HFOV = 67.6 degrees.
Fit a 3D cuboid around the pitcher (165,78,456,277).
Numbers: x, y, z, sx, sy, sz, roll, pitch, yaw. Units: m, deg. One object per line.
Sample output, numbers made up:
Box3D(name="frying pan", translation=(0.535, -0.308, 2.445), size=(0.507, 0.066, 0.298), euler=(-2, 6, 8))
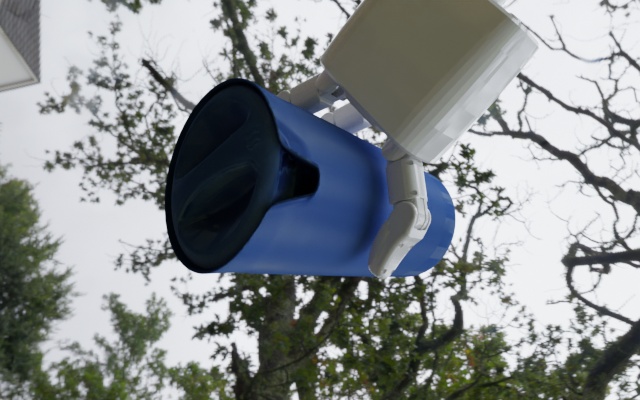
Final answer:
Box3D(name="pitcher", translation=(0.000, 0.001, 0.406), size=(0.243, 0.149, 0.145), euler=(15, -54, -44))
